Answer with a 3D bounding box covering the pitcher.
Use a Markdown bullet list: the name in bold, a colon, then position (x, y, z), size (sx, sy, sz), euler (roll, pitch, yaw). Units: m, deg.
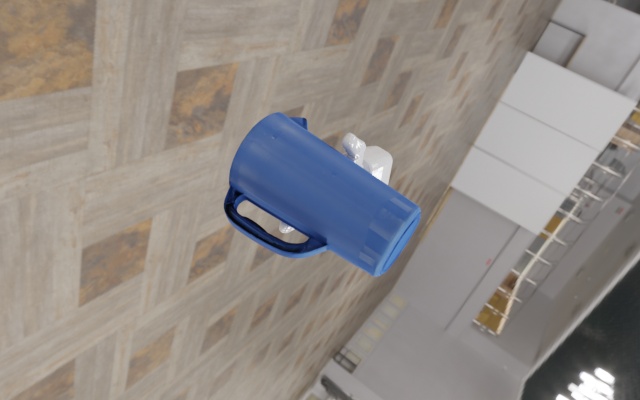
- **pitcher**: position (0.000, 0.002, 0.641), size (0.243, 0.149, 0.145), euler (33, 23, 17)
